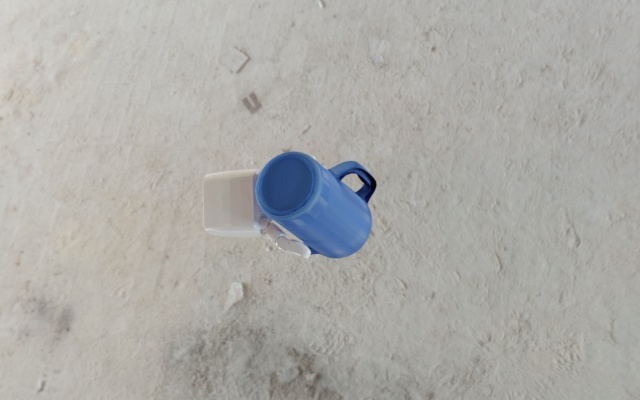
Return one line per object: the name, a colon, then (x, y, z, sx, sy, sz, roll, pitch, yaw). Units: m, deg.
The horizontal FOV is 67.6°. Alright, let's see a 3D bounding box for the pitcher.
pitcher: (0.000, 0.003, 0.793, 0.145, 0.149, 0.243, 0, -17, 21)
